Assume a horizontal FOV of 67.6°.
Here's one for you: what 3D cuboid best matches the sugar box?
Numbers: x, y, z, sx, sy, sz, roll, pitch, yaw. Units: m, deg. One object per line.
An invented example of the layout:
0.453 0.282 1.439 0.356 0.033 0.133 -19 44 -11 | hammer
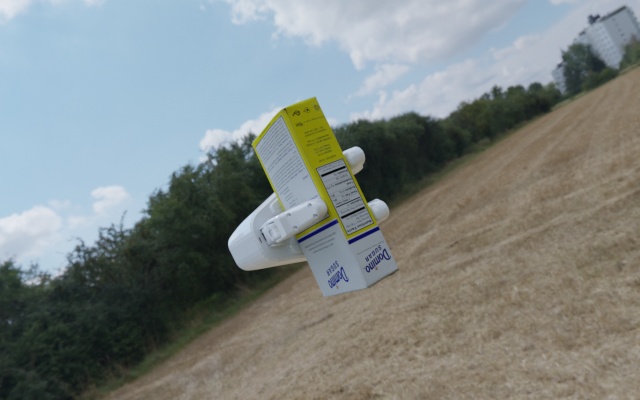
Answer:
0.000 0.001 0.459 0.048 0.176 0.093 -26 -3 -29 | sugar box
